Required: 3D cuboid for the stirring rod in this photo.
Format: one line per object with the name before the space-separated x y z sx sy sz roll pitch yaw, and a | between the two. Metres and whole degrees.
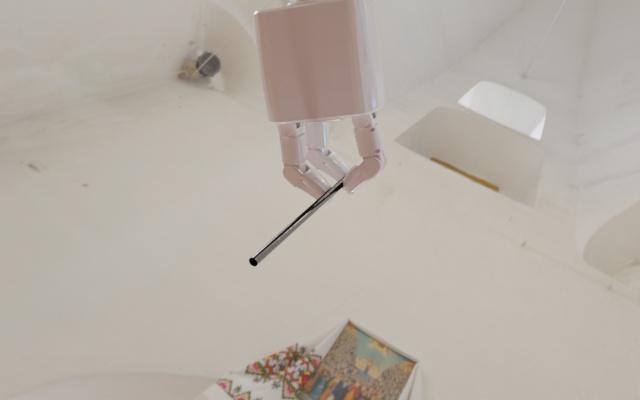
stirring rod | 0.000 0.002 0.472 0.011 0.011 0.239 0 23 29
